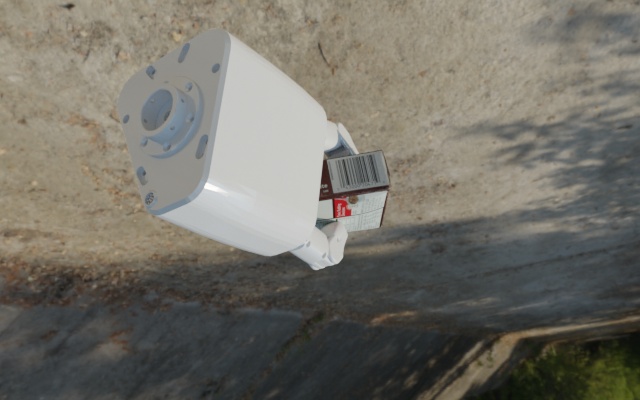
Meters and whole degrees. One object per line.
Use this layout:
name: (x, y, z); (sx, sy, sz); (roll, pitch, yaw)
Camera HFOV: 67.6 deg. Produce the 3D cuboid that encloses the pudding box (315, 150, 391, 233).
pudding box: (0.000, 0.001, 0.414); (0.113, 0.039, 0.090); (-8, -23, -1)
